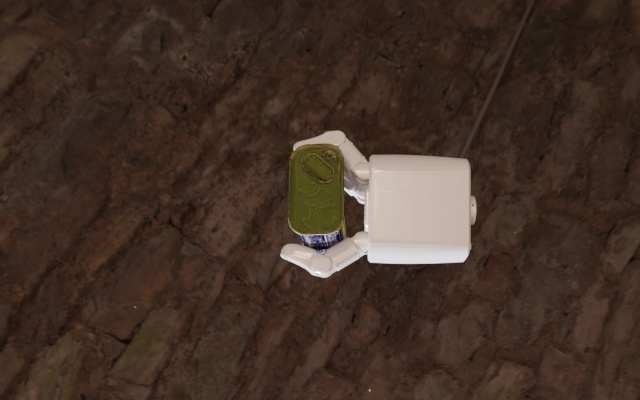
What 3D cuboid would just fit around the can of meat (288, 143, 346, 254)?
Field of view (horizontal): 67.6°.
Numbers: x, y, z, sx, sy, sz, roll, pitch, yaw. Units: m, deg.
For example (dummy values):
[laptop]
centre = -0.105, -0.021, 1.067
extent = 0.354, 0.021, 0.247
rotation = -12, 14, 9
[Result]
[can of meat]
centre = 0.000, 0.002, 0.527
extent = 0.057, 0.102, 0.084
rotation = -3, -22, 5
